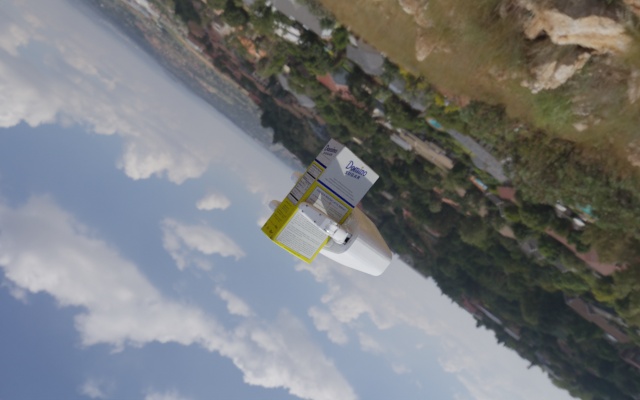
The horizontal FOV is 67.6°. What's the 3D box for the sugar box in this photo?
[{"bbox_3d":[0.000,0.002,0.725,0.093,0.176,0.048,37,1,-39],"label":"sugar box"}]
